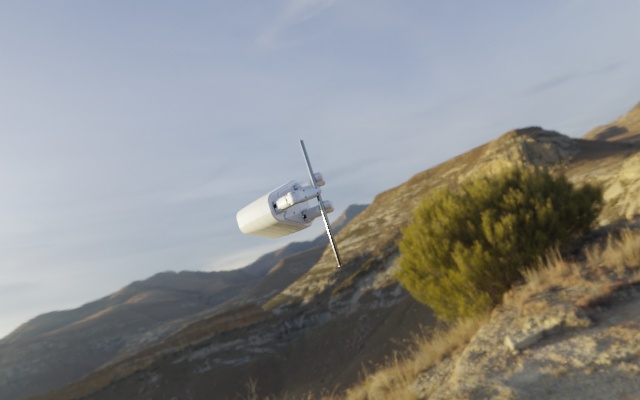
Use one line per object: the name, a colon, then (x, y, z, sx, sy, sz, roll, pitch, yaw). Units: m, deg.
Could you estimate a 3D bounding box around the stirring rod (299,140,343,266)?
stirring rod: (0.000, 0.003, 0.867, 0.011, 0.239, 0.011, -17, -7, -2)
